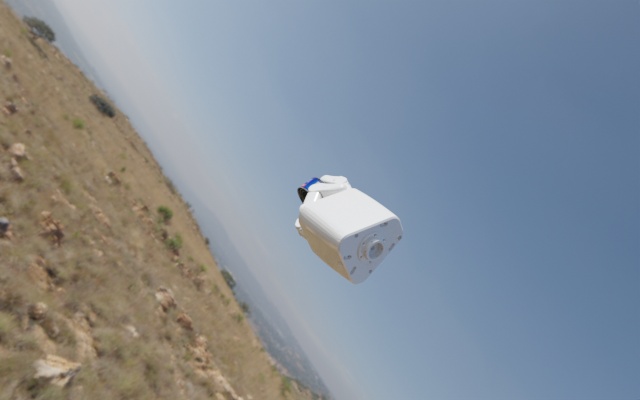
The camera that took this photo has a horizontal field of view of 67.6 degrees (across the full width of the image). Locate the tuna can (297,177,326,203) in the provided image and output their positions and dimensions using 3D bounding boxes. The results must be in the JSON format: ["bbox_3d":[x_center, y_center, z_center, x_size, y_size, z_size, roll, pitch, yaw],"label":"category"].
[{"bbox_3d":[0.001,0.002,0.821,0.033,0.086,0.086,-39,12,-16],"label":"tuna can"}]
